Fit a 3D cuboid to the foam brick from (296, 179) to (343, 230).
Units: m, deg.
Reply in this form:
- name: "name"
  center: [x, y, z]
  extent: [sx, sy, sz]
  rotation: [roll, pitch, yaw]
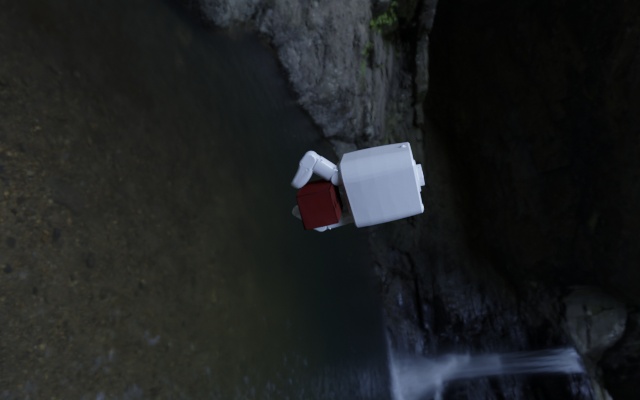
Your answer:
- name: "foam brick"
  center: [0.000, 0.003, 0.705]
  extent: [0.051, 0.053, 0.078]
  rotation: [-11, 17, 11]
